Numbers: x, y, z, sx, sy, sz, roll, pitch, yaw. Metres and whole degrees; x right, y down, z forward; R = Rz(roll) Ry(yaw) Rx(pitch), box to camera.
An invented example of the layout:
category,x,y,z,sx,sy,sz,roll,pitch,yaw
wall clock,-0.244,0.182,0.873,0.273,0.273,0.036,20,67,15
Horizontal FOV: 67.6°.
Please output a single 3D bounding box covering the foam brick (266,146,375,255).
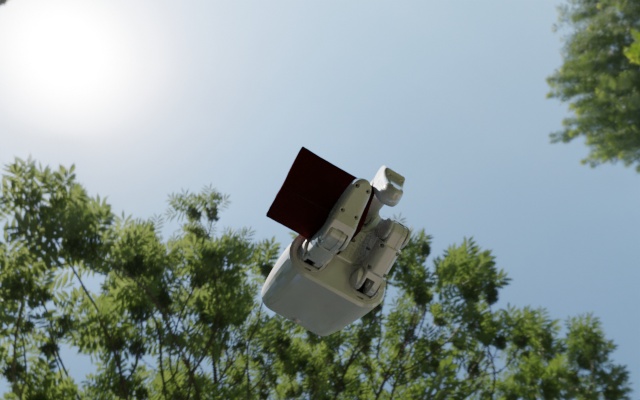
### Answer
category,x,y,z,sx,sy,sz,roll,pitch,yaw
foam brick,0.000,0.001,0.426,0.078,0.053,0.051,30,-39,-6
